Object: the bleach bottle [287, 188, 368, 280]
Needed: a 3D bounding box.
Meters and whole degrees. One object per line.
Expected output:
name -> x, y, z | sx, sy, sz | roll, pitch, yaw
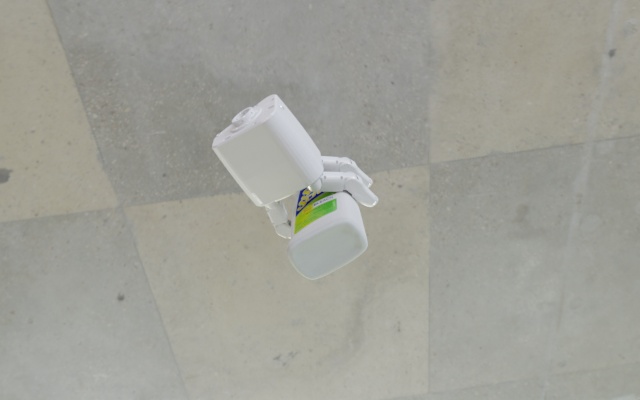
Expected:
bleach bottle -> 0.000, 0.002, 0.697 | 0.102, 0.068, 0.250 | -30, 27, 10
